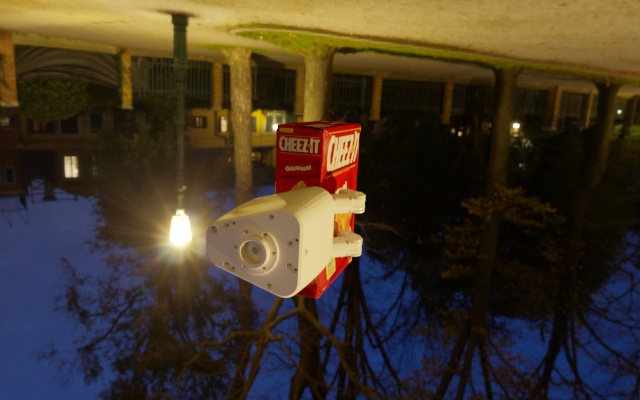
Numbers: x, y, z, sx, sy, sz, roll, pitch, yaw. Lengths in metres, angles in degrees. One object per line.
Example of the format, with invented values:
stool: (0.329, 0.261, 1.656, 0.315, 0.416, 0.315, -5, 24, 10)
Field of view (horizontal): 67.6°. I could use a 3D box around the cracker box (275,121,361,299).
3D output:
cracker box: (0.000, 0.002, 0.654, 0.072, 0.214, 0.164, 7, 13, 18)
